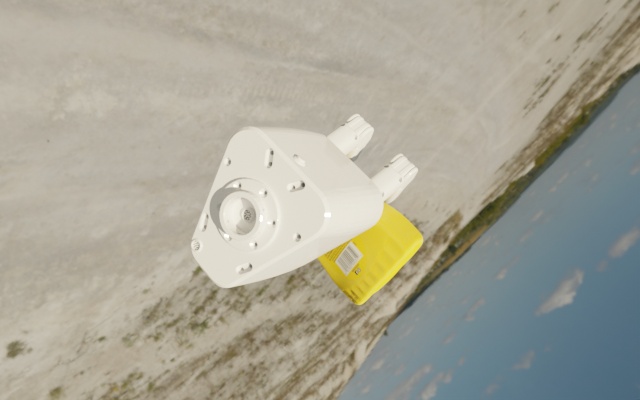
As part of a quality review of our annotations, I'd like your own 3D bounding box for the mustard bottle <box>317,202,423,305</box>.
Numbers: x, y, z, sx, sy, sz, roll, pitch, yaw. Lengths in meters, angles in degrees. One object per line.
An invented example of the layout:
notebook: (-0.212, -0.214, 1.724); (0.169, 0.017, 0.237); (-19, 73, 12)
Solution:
mustard bottle: (0.000, 0.002, 0.456); (0.058, 0.191, 0.096); (-29, -21, -44)
